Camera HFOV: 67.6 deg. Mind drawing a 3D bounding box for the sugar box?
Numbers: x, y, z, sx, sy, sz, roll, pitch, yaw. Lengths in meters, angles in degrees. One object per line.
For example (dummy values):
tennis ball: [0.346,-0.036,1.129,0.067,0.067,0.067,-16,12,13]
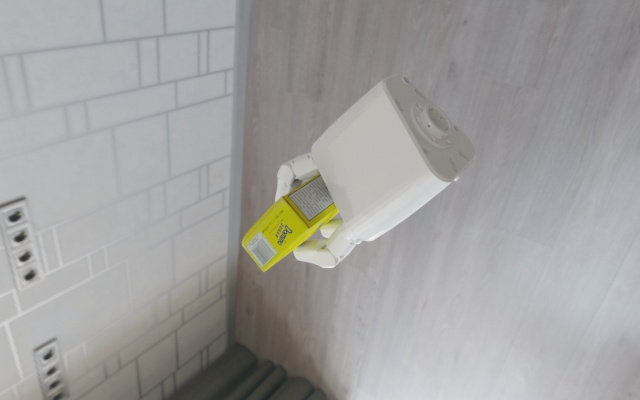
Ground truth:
sugar box: [0.000,0.002,0.523,0.176,0.048,0.093,-32,-9,-48]
